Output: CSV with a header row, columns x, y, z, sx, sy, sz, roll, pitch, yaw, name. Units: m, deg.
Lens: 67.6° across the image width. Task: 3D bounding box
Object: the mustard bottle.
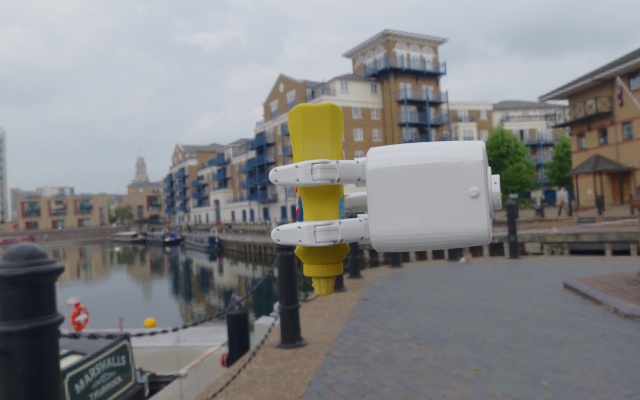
x,y,z,sx,sy,sz,roll,pitch,yaw,name
0.000,0.001,0.497,0.058,0.191,0.096,-3,-1,-3,mustard bottle
